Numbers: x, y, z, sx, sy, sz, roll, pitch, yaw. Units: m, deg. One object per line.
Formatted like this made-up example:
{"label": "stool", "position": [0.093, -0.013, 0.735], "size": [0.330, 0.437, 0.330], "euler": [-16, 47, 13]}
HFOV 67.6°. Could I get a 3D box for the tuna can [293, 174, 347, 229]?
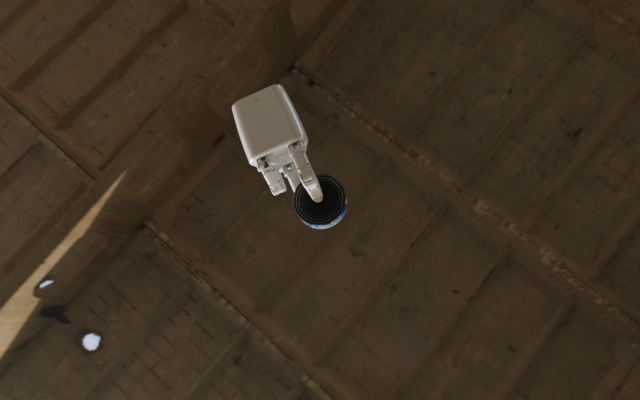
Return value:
{"label": "tuna can", "position": [0.000, 0.003, 0.773], "size": [0.086, 0.086, 0.034], "euler": [0, -17, 8]}
